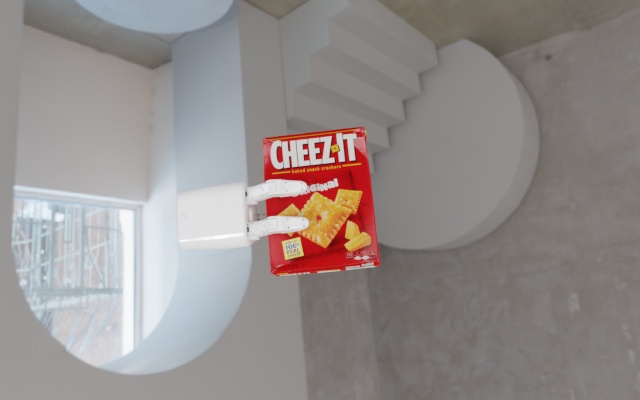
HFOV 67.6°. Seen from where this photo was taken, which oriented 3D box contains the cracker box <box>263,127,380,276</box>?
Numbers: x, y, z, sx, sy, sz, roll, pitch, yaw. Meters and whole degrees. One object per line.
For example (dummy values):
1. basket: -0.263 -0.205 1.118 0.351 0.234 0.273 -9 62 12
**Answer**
1. cracker box: 0.000 0.003 0.740 0.164 0.213 0.072 -6 -13 4
